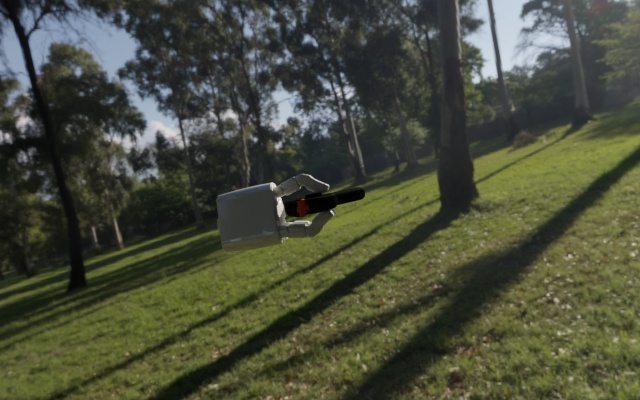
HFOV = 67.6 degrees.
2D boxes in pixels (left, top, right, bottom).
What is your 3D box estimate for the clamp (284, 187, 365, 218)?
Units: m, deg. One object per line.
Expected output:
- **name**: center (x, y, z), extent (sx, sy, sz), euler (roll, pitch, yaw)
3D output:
- **clamp**: center (0.000, 0.002, 0.867), extent (0.164, 0.036, 0.210), euler (-11, 2, 5)
